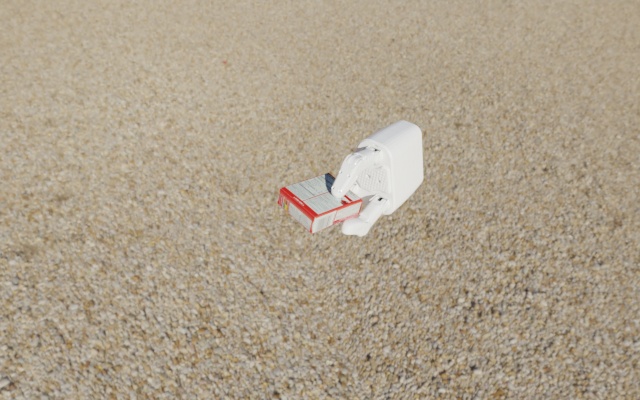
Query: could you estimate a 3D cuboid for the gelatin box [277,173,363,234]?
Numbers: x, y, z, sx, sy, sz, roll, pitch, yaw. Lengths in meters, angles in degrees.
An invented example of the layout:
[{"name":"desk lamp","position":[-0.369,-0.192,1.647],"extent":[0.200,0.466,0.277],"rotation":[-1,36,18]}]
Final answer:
[{"name":"gelatin box","position":[0.000,0.002,0.635],"extent":[0.089,0.030,0.073],"rotation":[-19,45,-38]}]
